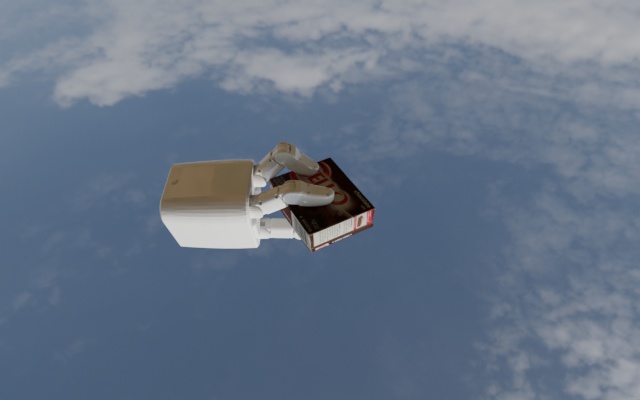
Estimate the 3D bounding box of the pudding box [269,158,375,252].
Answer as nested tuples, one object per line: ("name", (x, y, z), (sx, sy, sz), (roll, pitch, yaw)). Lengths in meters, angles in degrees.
("pudding box", (0.000, 0.002, 0.592), (0.090, 0.039, 0.113), (-22, 50, -19))
